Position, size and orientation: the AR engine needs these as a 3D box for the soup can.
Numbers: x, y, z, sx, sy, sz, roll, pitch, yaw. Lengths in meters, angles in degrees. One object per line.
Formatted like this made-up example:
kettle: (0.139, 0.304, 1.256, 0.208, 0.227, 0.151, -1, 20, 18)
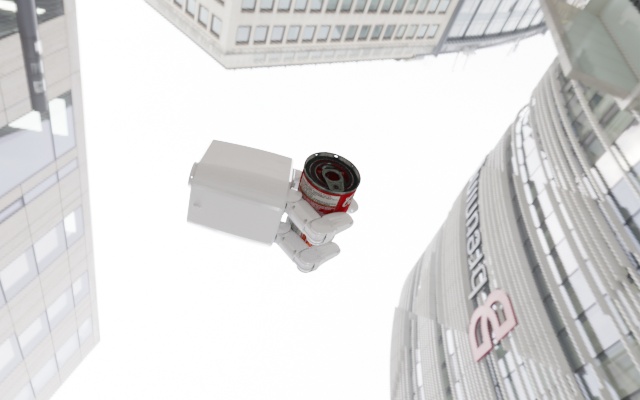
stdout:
soup can: (0.000, 0.002, 0.573, 0.068, 0.068, 0.102, 0, -44, -22)
